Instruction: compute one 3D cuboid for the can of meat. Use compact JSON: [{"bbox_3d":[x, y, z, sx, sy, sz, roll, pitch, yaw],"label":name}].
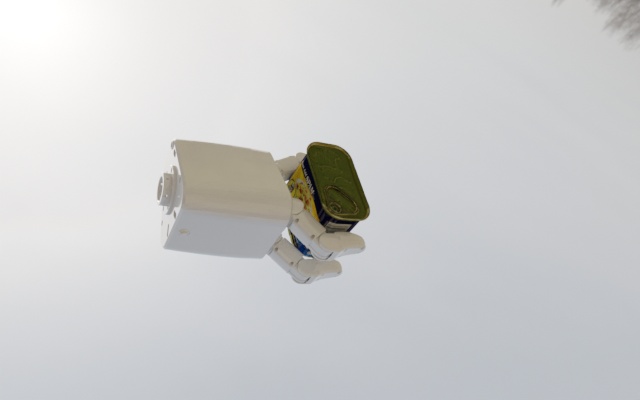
[{"bbox_3d":[0.000,0.002,0.527,0.057,0.102,0.084,5,-39,-31],"label":"can of meat"}]
